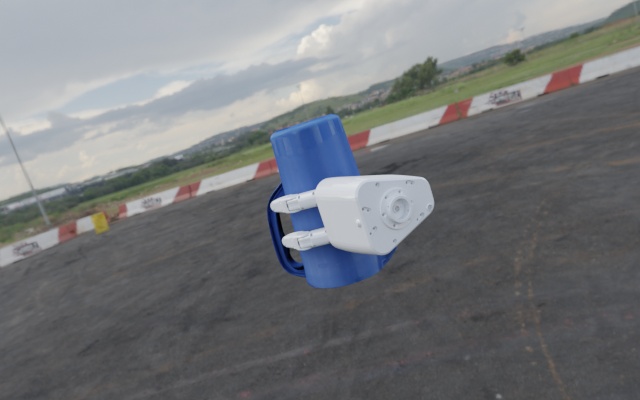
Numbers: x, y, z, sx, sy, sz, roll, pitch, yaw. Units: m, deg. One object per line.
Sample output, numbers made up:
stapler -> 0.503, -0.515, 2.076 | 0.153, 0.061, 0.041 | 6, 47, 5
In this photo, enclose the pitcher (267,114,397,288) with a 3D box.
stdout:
pitcher -> 0.000, 0.002, 0.725 | 0.149, 0.243, 0.145 | -21, 10, -23
